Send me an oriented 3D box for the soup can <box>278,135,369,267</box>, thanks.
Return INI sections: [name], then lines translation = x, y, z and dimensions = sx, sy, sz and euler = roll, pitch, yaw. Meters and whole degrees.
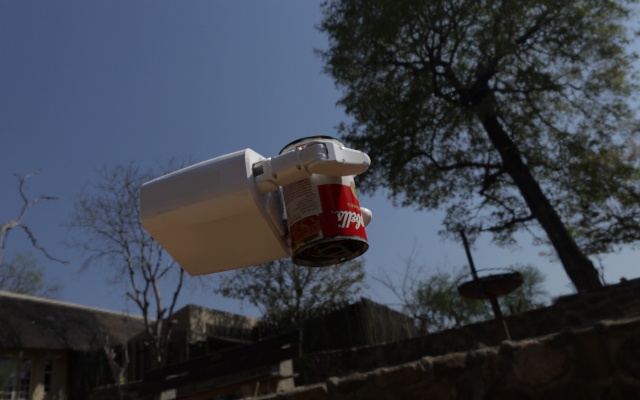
[soup can]
translation = 0.000, 0.001, 0.432
dimensions = 0.068, 0.102, 0.068
euler = -9, -25, -4
